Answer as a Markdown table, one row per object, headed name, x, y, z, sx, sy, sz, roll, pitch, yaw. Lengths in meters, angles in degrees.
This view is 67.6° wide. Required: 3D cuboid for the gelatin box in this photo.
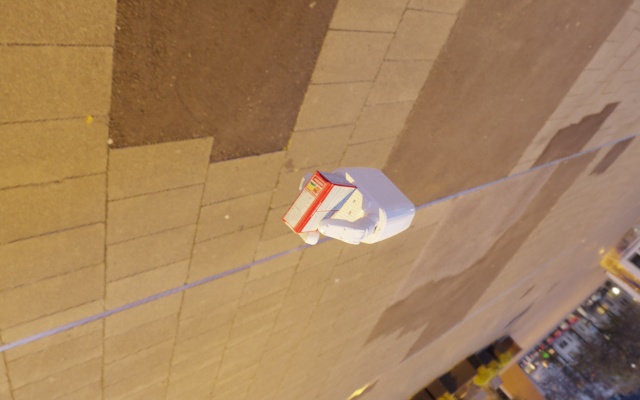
| name | x | y | z | sx | sy | sz | roll | pitch | yaw |
| --- | --- | --- | --- | --- | --- | --- | --- | --- | --- |
| gelatin box | 0.000 | 0.002 | 0.584 | 0.030 | 0.073 | 0.089 | 41 | 15 | 18 |
